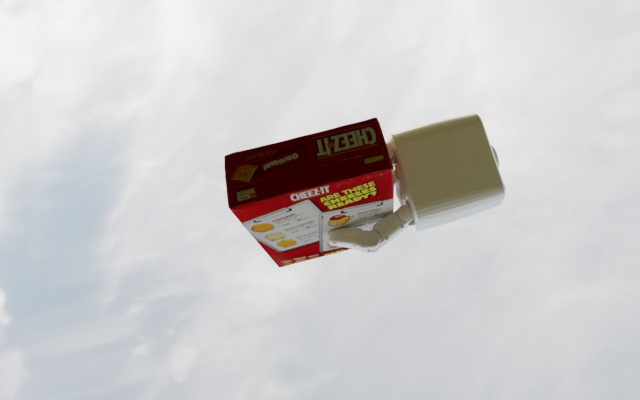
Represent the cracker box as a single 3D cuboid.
[{"bbox_3d":[0.000,0.002,0.560,0.164,0.072,0.214,-14,-25,3],"label":"cracker box"}]
